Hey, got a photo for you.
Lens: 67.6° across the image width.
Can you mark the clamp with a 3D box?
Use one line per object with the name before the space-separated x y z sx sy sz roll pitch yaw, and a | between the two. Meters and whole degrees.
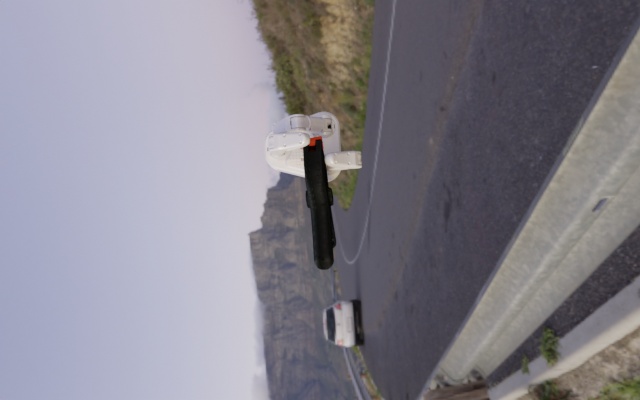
clamp | -0.001 0.002 0.649 0.039 0.171 0.120 -4 -1 -1
